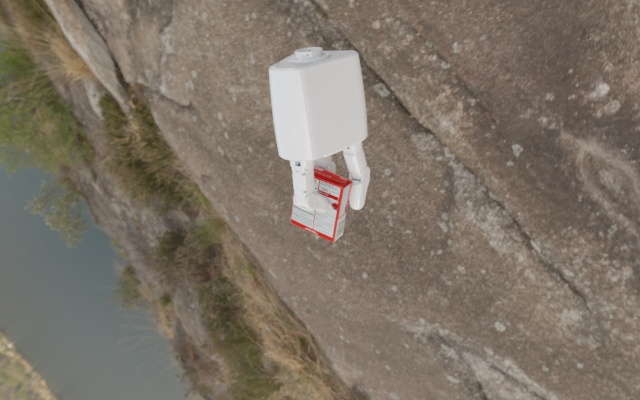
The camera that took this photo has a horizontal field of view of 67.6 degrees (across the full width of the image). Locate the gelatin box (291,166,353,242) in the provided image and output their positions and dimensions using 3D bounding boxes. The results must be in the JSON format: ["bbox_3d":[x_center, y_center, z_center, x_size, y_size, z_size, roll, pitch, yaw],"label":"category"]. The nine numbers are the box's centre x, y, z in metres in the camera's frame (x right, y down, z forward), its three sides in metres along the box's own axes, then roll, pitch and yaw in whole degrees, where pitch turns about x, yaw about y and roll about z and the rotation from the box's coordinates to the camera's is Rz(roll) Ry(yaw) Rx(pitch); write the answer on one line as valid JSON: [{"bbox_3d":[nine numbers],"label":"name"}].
[{"bbox_3d":[0.000,0.003,0.647,0.073,0.089,0.030,23,32,24],"label":"gelatin box"}]
